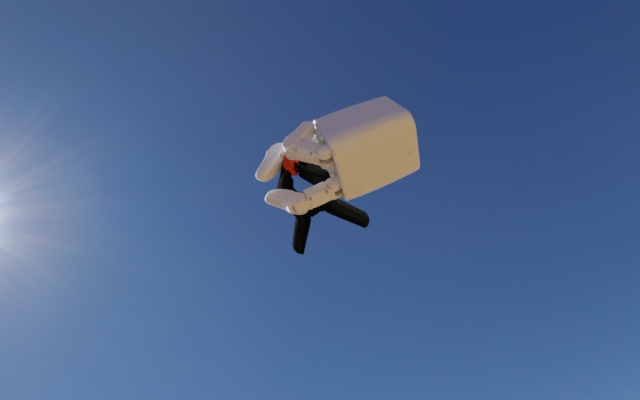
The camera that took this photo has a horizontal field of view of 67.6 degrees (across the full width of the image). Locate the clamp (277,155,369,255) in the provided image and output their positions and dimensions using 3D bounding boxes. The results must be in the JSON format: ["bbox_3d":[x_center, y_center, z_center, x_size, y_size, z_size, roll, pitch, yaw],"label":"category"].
[{"bbox_3d":[0.000,0.002,0.663,0.120,0.172,0.039,-21,45,-3],"label":"clamp"}]
